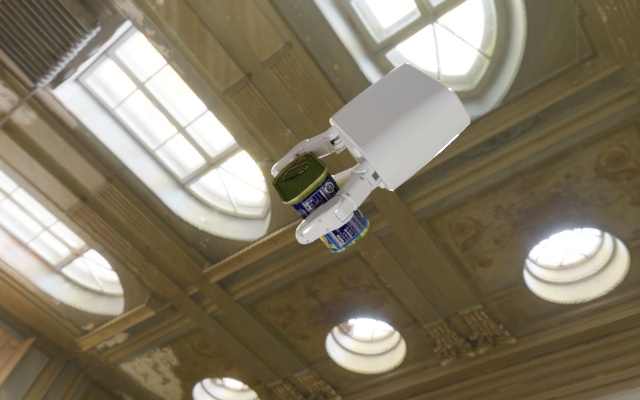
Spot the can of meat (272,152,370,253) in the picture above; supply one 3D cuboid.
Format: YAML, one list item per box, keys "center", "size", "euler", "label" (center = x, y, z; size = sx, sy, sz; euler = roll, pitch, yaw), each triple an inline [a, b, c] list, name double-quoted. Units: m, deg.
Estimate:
- center: [0.000, 0.002, 0.523]
  size: [0.057, 0.084, 0.102]
  euler: [-41, 23, 0]
  label: "can of meat"
